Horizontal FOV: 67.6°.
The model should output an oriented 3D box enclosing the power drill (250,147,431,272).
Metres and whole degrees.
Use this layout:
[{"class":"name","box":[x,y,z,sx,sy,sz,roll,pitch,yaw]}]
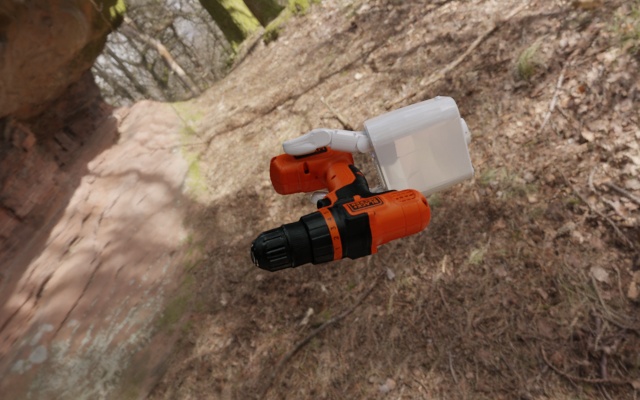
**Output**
[{"class":"power drill","box":[0.000,0.001,0.529,0.184,0.057,0.187,-13,31,-14]}]
